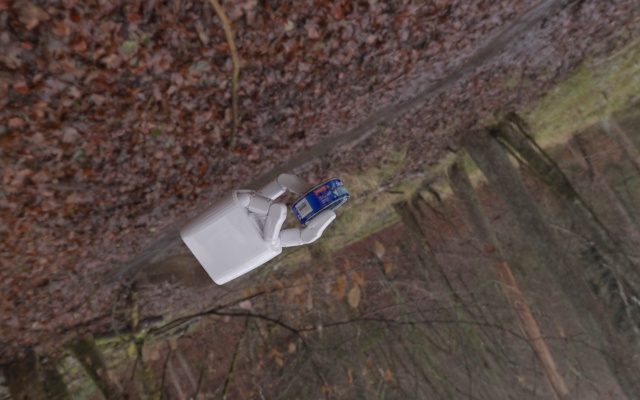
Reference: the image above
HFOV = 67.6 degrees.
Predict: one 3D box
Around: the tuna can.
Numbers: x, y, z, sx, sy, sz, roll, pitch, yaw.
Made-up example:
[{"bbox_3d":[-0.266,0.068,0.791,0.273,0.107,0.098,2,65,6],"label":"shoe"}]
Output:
[{"bbox_3d":[0.000,0.003,0.711,0.086,0.033,0.086,-31,-9,-6],"label":"tuna can"}]
